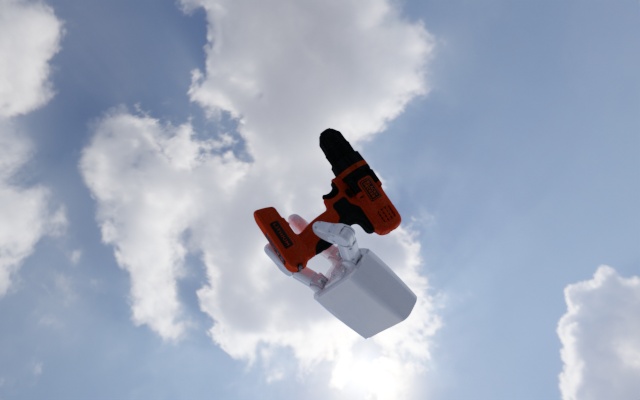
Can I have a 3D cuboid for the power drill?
[{"bbox_3d":[0.000,0.003,0.697,0.187,0.184,0.057,-31,-12,-13],"label":"power drill"}]
